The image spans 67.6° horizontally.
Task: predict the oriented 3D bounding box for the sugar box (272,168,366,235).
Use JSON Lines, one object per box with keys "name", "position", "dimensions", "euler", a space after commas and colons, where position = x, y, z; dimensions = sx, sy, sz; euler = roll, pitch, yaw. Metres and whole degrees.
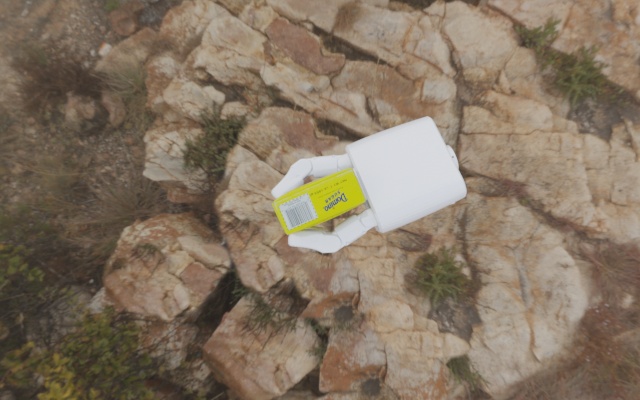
{"name": "sugar box", "position": [0.000, 0.002, 0.580], "dimensions": [0.093, 0.048, 0.176], "euler": [-22, -3, 1]}
